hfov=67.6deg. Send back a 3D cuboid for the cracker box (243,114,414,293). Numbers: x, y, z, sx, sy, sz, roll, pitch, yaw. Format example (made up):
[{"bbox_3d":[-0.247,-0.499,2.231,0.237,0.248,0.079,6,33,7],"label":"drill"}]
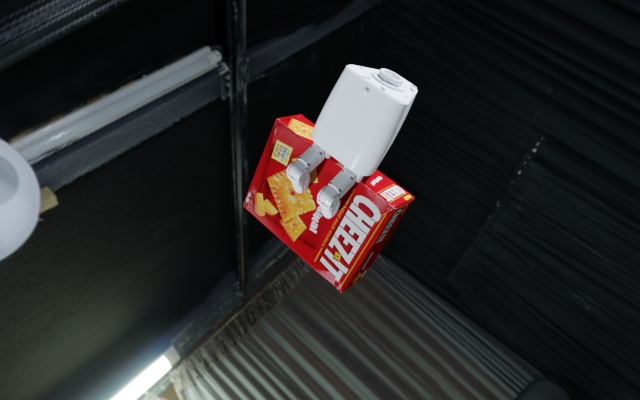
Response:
[{"bbox_3d":[0.000,0.002,0.694,0.213,0.164,0.072,39,33,20],"label":"cracker box"}]
